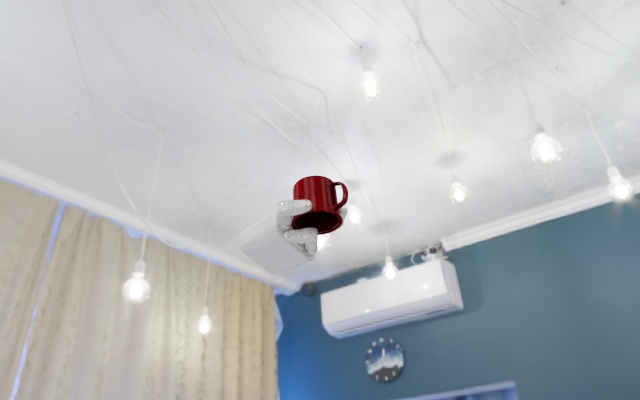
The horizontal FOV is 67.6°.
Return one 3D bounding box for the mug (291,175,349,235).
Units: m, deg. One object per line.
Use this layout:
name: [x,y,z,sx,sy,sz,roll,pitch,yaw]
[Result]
mug: [0.001,0.002,0.873,0.117,0.081,0.093,-27,-38,31]
